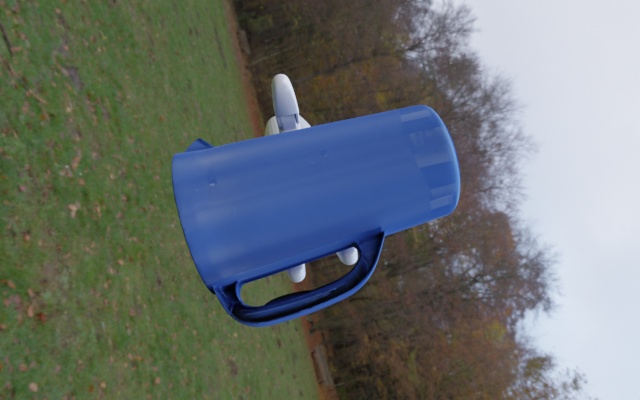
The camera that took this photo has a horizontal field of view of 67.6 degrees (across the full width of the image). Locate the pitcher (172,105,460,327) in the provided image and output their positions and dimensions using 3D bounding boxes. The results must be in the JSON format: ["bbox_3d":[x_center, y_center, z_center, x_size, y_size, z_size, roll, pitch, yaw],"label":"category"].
[{"bbox_3d":[0.000,0.001,0.441,0.243,0.149,0.145,-15,23,-4],"label":"pitcher"}]
